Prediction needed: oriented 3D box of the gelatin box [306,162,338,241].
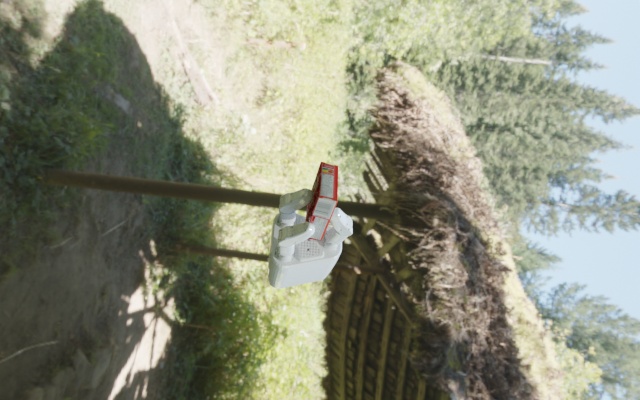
[{"bbox_3d":[0.001,0.002,0.681,0.030,0.073,0.089,12,-45,-8],"label":"gelatin box"}]
